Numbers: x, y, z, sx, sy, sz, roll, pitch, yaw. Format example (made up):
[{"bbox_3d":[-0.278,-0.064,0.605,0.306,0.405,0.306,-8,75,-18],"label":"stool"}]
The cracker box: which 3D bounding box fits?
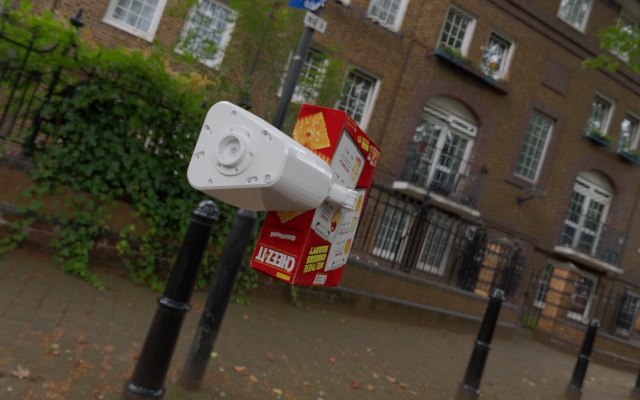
[{"bbox_3d":[0.000,0.002,0.639,0.072,0.213,0.164,17,-4,24],"label":"cracker box"}]
